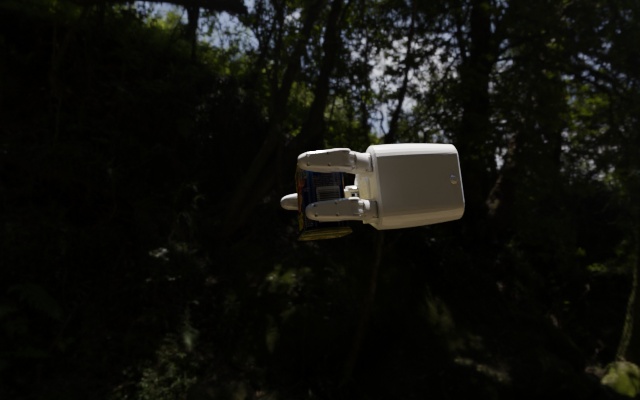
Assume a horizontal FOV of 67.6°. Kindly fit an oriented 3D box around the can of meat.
[{"bbox_3d":[0.000,0.002,0.568,0.057,0.084,0.102,-5,-7,-6],"label":"can of meat"}]
